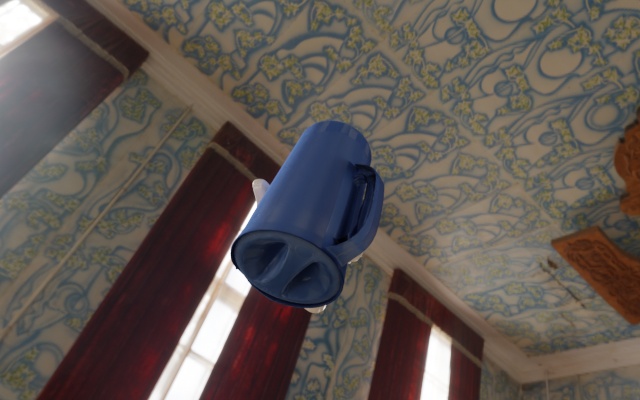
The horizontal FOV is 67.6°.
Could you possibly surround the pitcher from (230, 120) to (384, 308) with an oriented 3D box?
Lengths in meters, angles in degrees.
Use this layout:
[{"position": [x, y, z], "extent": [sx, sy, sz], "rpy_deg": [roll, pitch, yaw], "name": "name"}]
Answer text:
[{"position": [0.000, 0.002, 0.607], "extent": [0.149, 0.145, 0.242], "rpy_deg": [17, 46, 5], "name": "pitcher"}]
